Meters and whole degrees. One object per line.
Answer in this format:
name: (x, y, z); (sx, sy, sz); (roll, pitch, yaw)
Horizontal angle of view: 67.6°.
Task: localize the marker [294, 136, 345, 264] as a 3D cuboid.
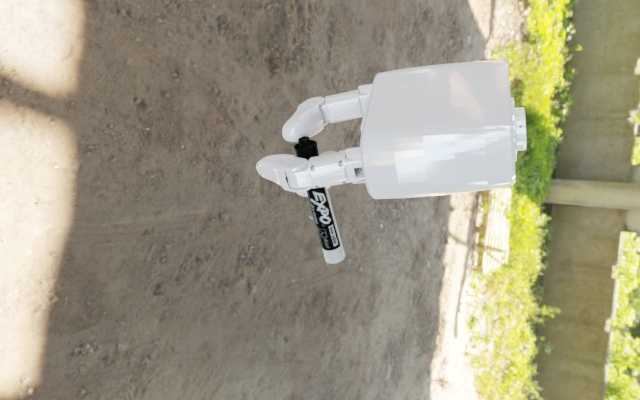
marker: (0.000, 0.001, 0.411); (0.020, 0.121, 0.020); (-11, 28, 6)
